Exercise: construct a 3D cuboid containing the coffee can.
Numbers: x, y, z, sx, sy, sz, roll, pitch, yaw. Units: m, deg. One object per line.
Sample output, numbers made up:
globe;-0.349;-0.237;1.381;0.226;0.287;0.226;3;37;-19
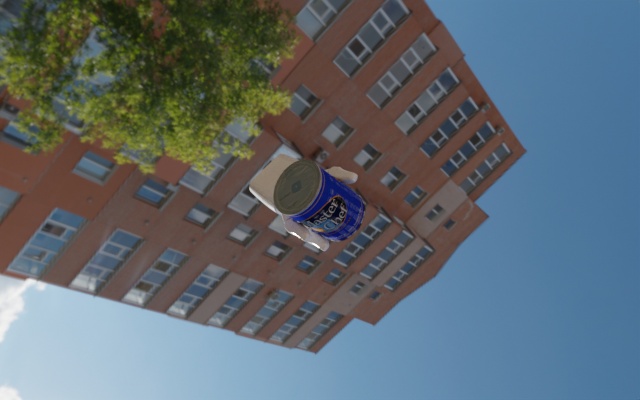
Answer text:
coffee can;0.000;0.003;0.853;0.103;0.102;0.140;0;-23;41
